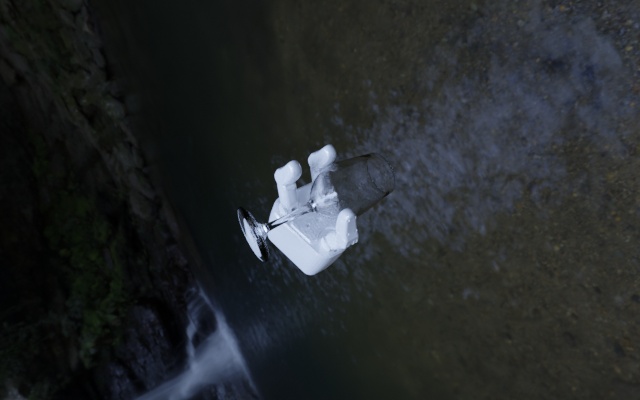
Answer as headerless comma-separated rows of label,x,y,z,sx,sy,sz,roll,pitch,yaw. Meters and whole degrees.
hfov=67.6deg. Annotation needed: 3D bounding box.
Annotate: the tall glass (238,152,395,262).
tall glass,0.000,0.002,0.616,0.201,0.079,0.079,-26,10,-23
